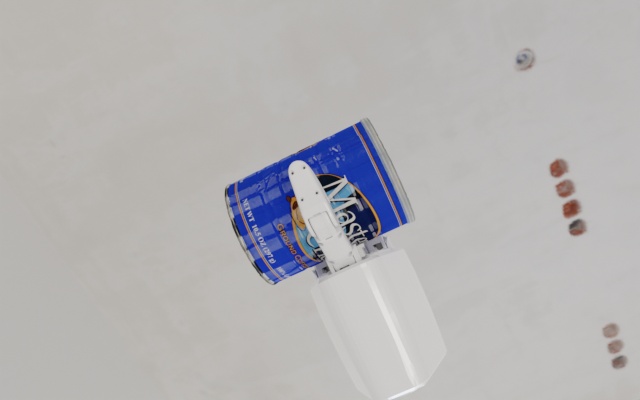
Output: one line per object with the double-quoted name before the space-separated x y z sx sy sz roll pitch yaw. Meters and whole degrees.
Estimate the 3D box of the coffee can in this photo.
"coffee can" 0.000 0.001 0.434 0.140 0.103 0.103 -25 -3 6
